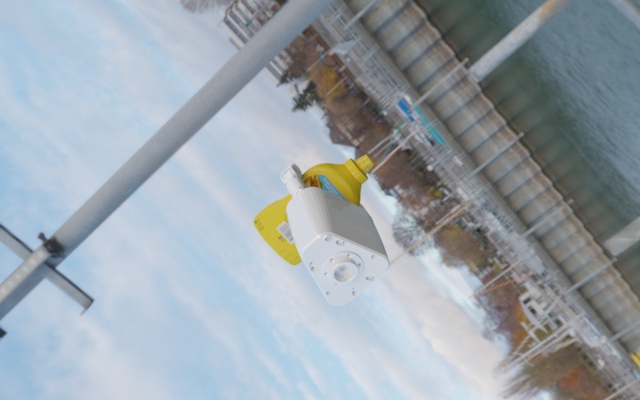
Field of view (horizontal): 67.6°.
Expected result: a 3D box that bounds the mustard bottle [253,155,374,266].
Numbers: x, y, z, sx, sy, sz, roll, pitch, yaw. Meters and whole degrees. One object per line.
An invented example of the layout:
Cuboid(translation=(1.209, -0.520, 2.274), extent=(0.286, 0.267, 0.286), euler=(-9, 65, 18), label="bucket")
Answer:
Cuboid(translation=(0.000, 0.002, 0.697), extent=(0.191, 0.096, 0.058), euler=(-41, 5, 12), label="mustard bottle")
